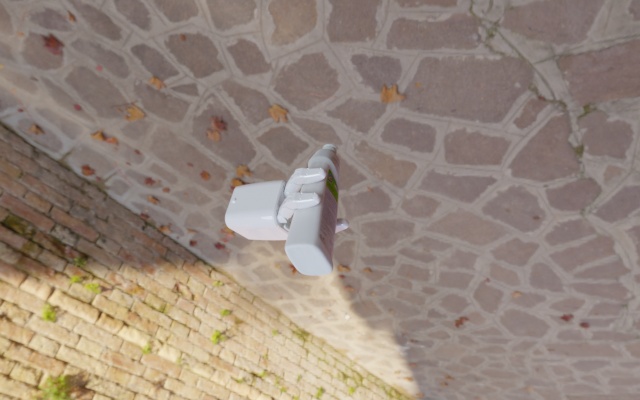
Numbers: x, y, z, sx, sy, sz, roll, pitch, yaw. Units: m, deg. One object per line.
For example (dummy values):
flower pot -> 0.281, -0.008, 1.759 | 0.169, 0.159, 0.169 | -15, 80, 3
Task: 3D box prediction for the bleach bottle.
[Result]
bleach bottle -> 0.000, 0.003, 0.868 | 0.068, 0.250, 0.103 | -4, -39, 21
